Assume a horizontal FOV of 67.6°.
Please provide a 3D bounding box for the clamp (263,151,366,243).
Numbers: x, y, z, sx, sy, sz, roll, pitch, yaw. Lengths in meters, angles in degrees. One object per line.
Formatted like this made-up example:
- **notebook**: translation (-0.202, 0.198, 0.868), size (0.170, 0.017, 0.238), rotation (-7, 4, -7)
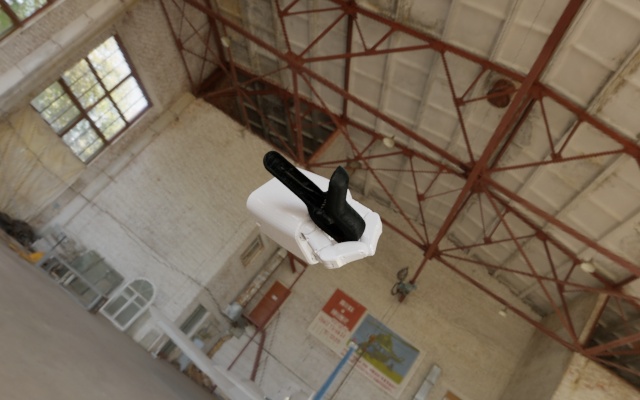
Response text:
- **clamp**: translation (0.001, 0.002, 0.582), size (0.120, 0.039, 0.172), rotation (27, -24, 34)
